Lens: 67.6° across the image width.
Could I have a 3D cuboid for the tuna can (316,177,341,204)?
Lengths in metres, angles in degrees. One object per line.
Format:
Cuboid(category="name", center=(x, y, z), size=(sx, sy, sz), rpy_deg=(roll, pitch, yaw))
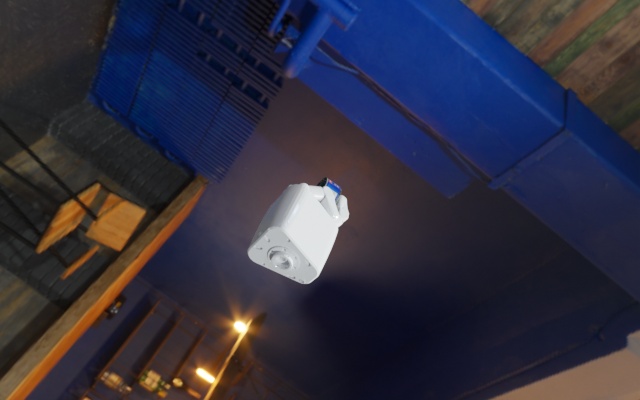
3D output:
Cuboid(category="tuna can", center=(0.001, 0.003, 0.856), size=(0.034, 0.086, 0.086), rpy_deg=(34, -7, -11))
